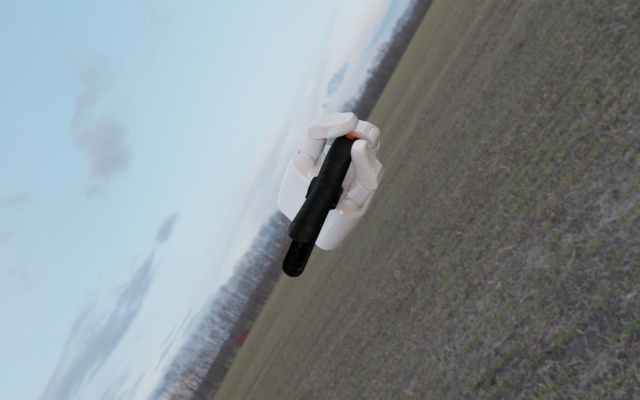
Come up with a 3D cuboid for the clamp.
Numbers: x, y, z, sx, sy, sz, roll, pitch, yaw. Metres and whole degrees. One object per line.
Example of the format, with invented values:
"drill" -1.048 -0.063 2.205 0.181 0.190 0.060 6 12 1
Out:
"clamp" 0.000 0.001 0.518 0.039 0.171 0.120 28 -35 0
